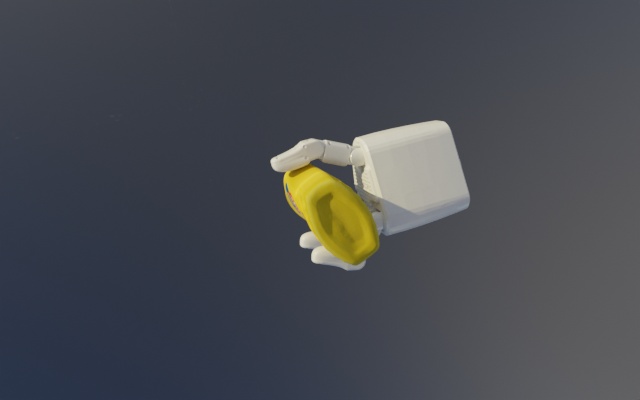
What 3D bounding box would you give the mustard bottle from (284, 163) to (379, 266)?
[{"bbox_3d":[0.000,0.002,0.544,0.058,0.096,0.191,-39,19,-3],"label":"mustard bottle"}]
